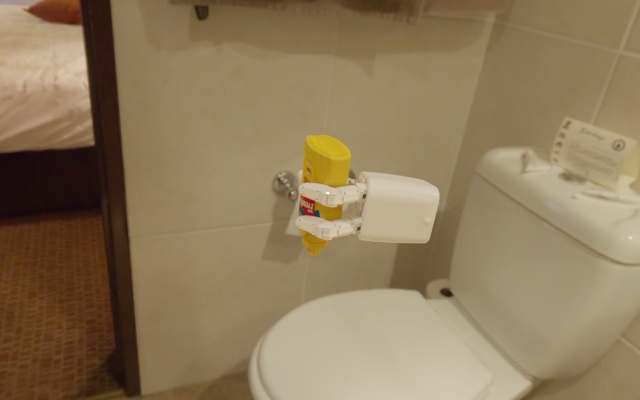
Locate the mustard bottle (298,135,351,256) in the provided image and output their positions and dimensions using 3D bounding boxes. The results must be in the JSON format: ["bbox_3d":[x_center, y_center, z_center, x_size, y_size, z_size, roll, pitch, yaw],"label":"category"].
[{"bbox_3d":[0.000,0.002,0.739,0.058,0.192,0.096,-7,31,-26],"label":"mustard bottle"}]
